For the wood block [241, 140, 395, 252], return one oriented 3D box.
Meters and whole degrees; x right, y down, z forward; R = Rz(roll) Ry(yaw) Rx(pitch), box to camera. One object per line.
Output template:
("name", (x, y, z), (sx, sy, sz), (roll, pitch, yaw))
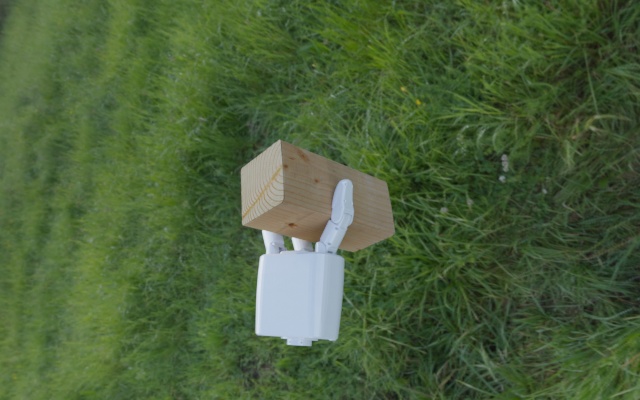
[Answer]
("wood block", (0.000, 0.002, 0.675), (0.206, 0.090, 0.091), (18, -34, -39))
